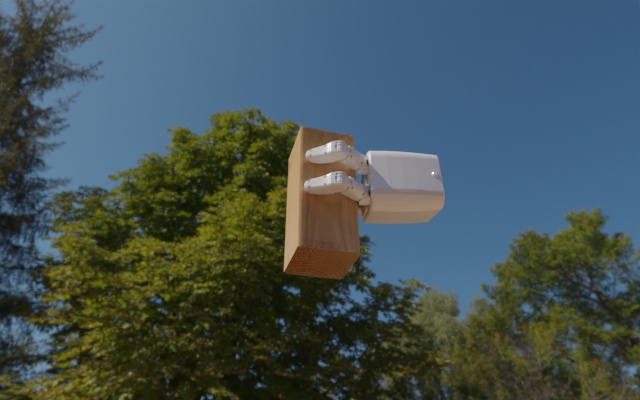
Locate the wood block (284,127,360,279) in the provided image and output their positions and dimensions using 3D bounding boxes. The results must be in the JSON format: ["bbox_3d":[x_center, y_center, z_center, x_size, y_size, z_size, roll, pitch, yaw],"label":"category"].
[{"bbox_3d":[0.000,0.002,0.717,0.090,0.206,0.091,8,-34,-12],"label":"wood block"}]
